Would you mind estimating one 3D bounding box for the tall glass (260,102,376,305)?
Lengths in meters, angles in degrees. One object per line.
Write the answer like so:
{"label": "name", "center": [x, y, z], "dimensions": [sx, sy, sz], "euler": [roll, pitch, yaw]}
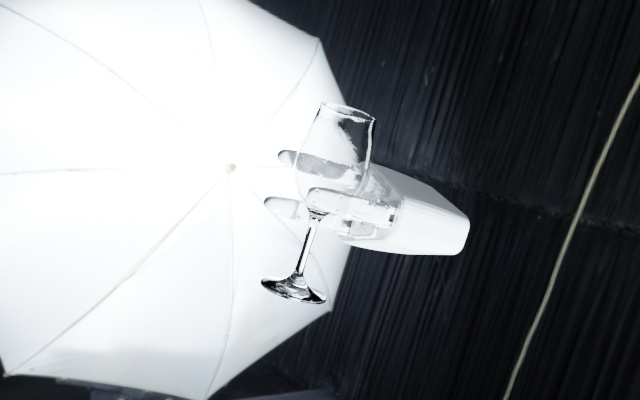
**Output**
{"label": "tall glass", "center": [0.000, 0.002, 0.505], "dimensions": [0.079, 0.201, 0.079], "euler": [17, 4, -1]}
